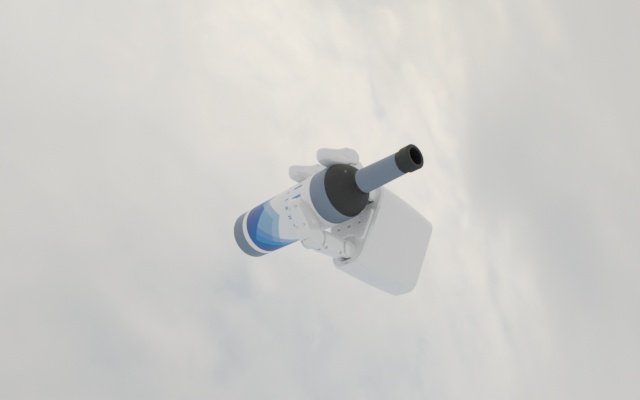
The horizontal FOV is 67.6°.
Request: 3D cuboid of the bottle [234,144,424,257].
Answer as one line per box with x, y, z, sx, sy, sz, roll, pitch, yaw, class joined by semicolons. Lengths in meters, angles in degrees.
0.000;0.002;0.583;0.069;0.069;0.296;0;-19;-44;bottle
